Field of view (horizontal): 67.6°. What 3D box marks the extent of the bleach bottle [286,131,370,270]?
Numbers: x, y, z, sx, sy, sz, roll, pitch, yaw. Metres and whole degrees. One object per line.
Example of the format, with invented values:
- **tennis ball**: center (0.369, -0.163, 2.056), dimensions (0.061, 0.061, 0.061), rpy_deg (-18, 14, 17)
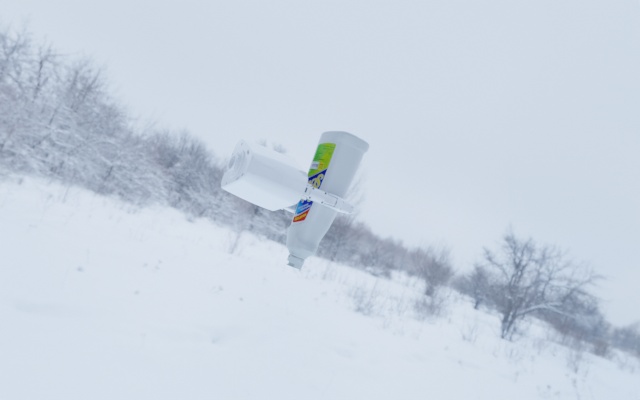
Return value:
- **bleach bottle**: center (0.000, 0.003, 0.854), dimensions (0.068, 0.251, 0.102), rpy_deg (23, -5, -29)
